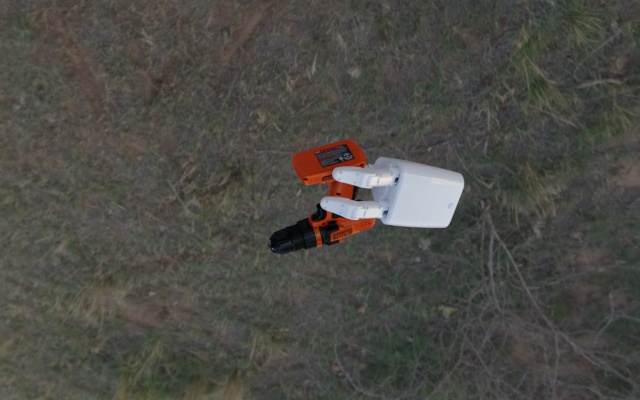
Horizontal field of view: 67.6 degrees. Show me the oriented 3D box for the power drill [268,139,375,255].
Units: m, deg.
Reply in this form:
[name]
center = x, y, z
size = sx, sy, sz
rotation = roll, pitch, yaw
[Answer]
[power drill]
center = 0.000, 0.002, 0.741
size = 0.184, 0.057, 0.188
rotation = -18, -38, -13
